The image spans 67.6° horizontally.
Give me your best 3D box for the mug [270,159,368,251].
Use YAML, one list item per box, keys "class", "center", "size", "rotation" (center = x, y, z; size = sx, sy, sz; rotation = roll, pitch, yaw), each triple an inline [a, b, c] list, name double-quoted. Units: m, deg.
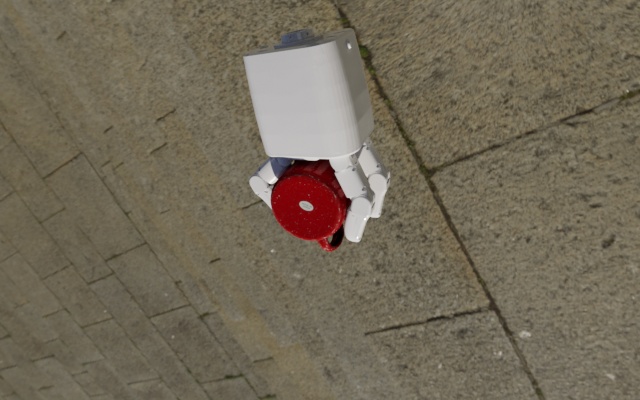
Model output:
- class: "mug"
  center: [0.000, 0.003, 0.525]
  size: [0.093, 0.117, 0.081]
  rotation: [-4, 24, 24]
